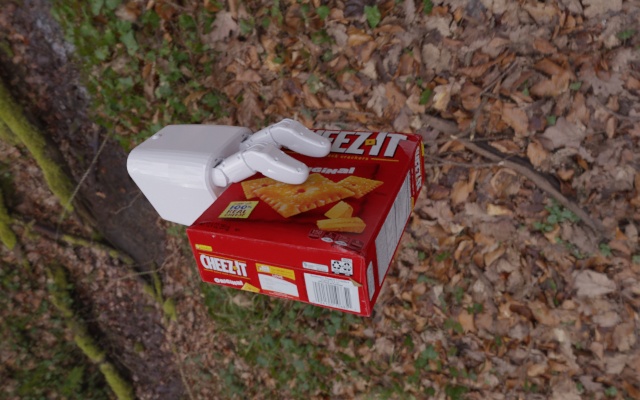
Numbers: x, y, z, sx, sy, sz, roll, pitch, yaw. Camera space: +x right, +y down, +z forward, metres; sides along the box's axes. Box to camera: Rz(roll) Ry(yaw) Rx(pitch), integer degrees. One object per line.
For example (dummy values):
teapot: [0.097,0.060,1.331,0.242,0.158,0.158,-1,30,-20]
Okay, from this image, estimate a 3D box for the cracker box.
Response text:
cracker box: [0.000,0.002,0.473,0.164,0.072,0.213,7,36,22]
